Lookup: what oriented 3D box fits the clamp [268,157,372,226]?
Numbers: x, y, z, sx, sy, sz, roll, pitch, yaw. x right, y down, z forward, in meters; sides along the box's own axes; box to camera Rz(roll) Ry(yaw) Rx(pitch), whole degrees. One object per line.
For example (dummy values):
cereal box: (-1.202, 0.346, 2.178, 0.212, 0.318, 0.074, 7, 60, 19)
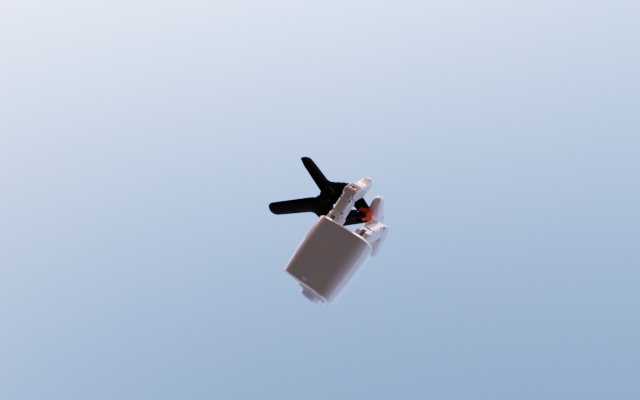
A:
clamp: (0.000, 0.003, 0.790, 0.171, 0.120, 0.039, 30, -15, 30)
